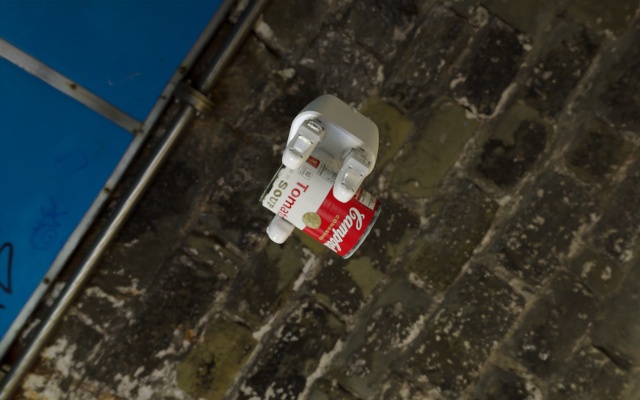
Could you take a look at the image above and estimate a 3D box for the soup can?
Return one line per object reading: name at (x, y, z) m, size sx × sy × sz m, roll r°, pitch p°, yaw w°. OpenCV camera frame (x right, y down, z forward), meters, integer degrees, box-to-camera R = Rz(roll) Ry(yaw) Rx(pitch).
soup can at (0.000, 0.002, 0.471) m, size 0.102 × 0.068 × 0.068 m, roll 33°, pitch -3°, yaw -5°
